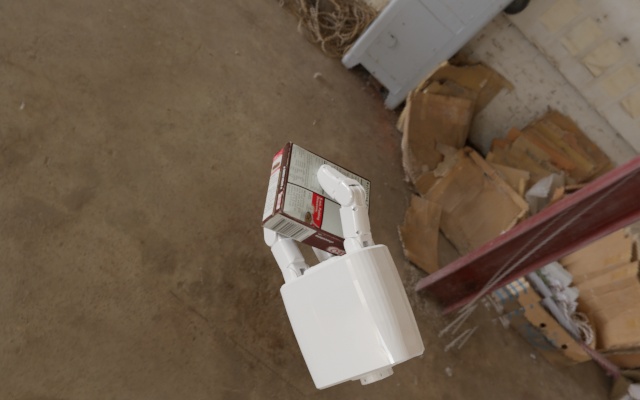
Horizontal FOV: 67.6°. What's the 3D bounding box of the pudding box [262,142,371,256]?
[{"bbox_3d":[0.000,0.002,0.504,0.113,0.090,0.039,25,-37,-28],"label":"pudding box"}]
